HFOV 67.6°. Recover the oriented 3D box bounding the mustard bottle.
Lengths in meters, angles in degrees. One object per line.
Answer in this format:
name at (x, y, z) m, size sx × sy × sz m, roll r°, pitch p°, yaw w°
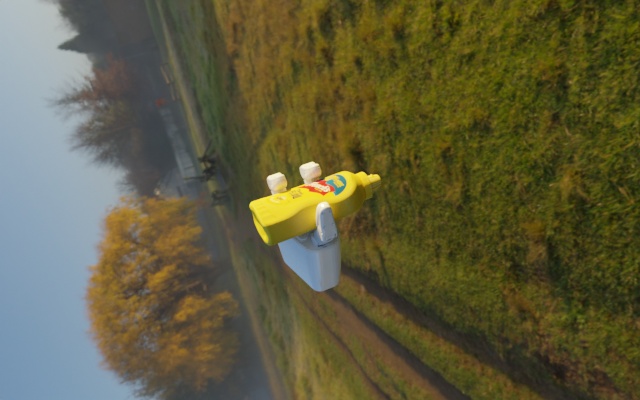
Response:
mustard bottle at (0.000, 0.002, 0.688) m, size 0.191 × 0.058 × 0.096 m, roll -20°, pitch 22°, yaw -14°
